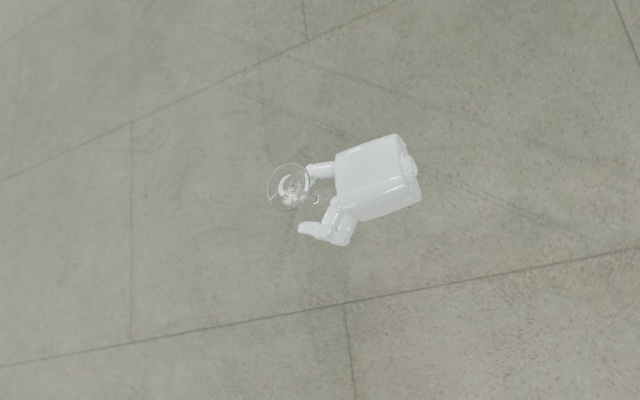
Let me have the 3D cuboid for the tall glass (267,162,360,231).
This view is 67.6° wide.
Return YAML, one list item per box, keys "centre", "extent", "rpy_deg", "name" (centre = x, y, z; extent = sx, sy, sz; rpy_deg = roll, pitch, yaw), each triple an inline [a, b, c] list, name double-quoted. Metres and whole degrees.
- centre: [0.000, 0.002, 0.783]
  extent: [0.079, 0.079, 0.201]
  rpy_deg: [0, -14, 29]
  name: "tall glass"
